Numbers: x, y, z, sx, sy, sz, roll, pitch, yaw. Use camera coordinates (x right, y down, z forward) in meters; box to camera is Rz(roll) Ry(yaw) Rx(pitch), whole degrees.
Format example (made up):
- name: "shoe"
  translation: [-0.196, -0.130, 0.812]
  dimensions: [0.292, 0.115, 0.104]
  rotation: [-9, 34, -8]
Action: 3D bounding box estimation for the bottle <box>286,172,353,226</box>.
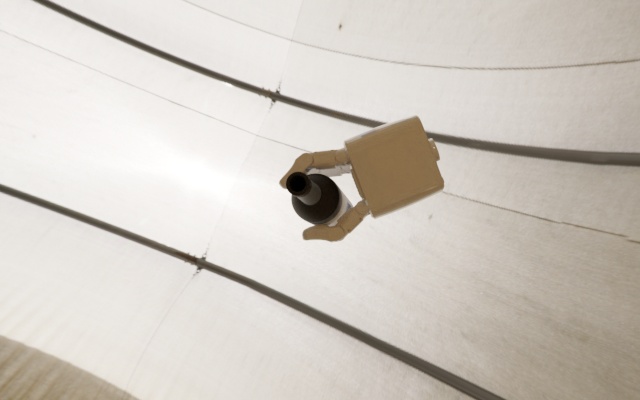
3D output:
- name: "bottle"
  translation: [0.000, 0.002, 0.670]
  dimensions: [0.069, 0.069, 0.296]
  rotation: [0, -8, 10]
